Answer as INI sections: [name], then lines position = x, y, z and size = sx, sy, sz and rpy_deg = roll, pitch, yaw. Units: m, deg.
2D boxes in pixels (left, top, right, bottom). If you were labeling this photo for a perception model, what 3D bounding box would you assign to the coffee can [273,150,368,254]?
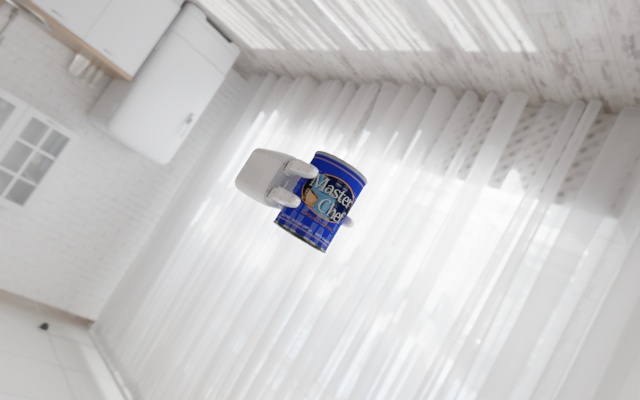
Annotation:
[coffee can]
position = 0.000, 0.003, 0.797
size = 0.103, 0.140, 0.103
rpy_deg = 30, -8, 5
